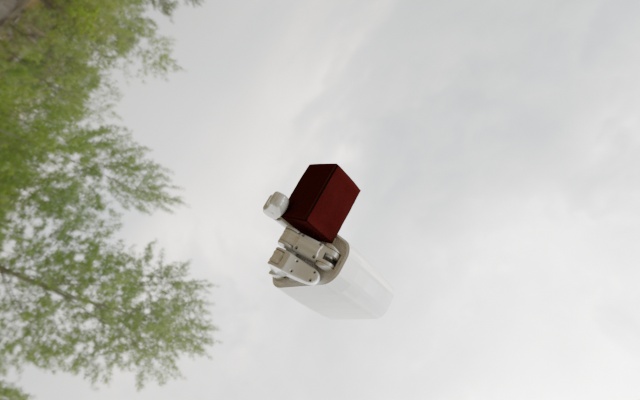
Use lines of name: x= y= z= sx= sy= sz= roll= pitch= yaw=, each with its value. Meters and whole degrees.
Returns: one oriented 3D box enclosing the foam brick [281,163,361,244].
foam brick: x=0.000 y=0.002 z=0.563 sx=0.053 sy=0.078 sz=0.051 roll=7 pitch=-29 yaw=51
